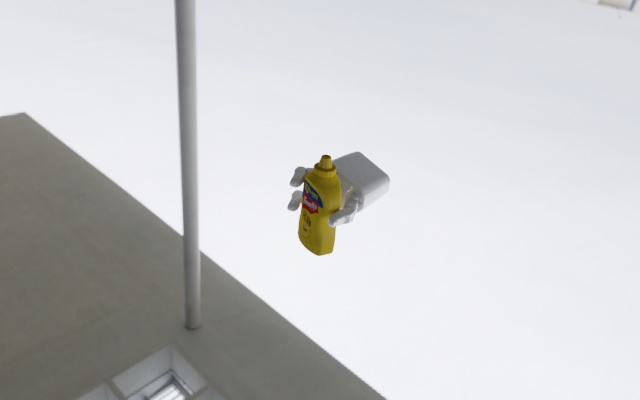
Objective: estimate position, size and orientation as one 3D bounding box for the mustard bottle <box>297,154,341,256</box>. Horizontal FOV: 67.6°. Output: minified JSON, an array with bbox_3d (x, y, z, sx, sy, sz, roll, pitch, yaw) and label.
[{"bbox_3d":[0.000,0.003,0.891,0.058,0.192,0.096,-9,35,-26],"label":"mustard bottle"}]
